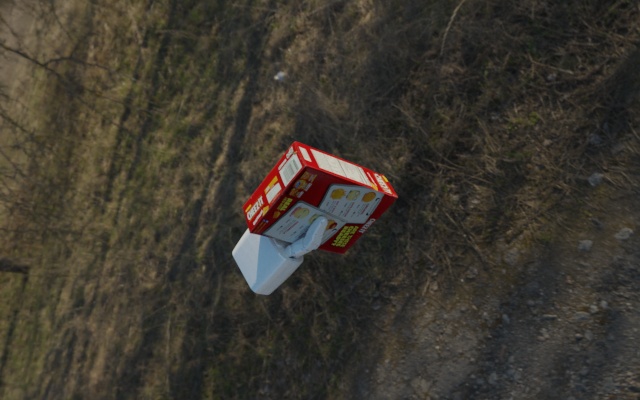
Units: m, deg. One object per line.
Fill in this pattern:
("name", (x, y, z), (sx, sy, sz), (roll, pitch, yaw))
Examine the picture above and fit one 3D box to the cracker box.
("cracker box", (0.000, 0.003, 0.828), (0.214, 0.072, 0.164), (16, -54, -38))
